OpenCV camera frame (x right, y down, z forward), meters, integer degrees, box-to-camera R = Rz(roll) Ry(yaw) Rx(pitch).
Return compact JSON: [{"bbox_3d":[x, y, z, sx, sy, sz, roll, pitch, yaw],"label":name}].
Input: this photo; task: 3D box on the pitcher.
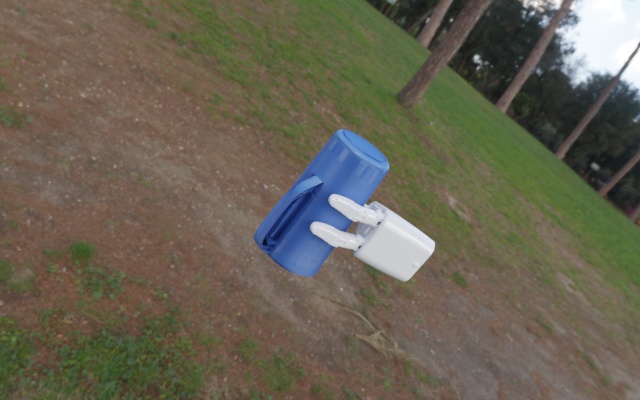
[{"bbox_3d":[0.000,0.003,0.812,0.145,0.243,0.149,32,20,-13],"label":"pitcher"}]
